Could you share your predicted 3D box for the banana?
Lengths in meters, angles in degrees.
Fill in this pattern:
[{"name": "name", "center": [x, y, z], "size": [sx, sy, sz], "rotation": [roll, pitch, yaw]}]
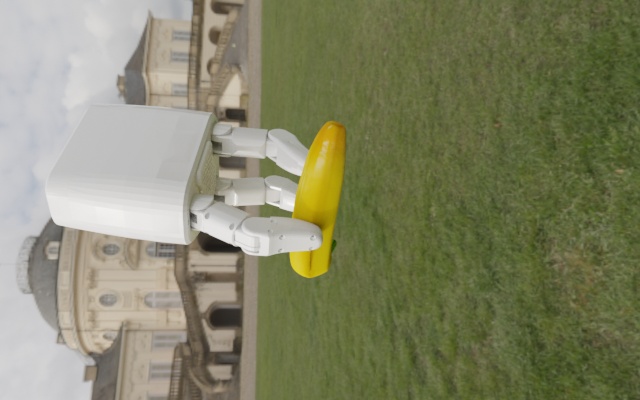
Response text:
[{"name": "banana", "center": [-0.004, 0.019, 0.406], "size": [0.037, 0.069, 0.198], "rotation": [12, -31, 5]}]
